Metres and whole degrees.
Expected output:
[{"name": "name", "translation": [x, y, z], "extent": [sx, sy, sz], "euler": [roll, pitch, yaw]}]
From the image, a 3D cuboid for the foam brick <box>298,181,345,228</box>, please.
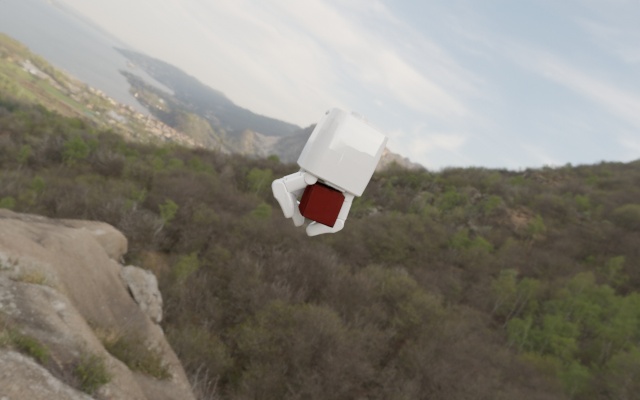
[{"name": "foam brick", "translation": [0.000, 0.003, 0.739], "extent": [0.053, 0.051, 0.078], "euler": [21, 7, -11]}]
